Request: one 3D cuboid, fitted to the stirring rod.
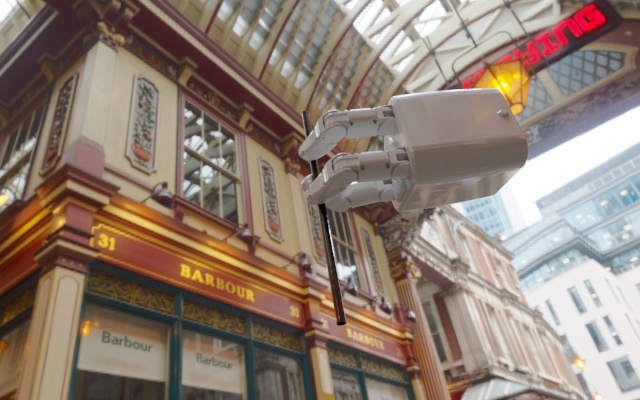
[{"bbox_3d":[0.000,0.002,0.448,0.011,0.239,0.011,-6,-36,-5],"label":"stirring rod"}]
